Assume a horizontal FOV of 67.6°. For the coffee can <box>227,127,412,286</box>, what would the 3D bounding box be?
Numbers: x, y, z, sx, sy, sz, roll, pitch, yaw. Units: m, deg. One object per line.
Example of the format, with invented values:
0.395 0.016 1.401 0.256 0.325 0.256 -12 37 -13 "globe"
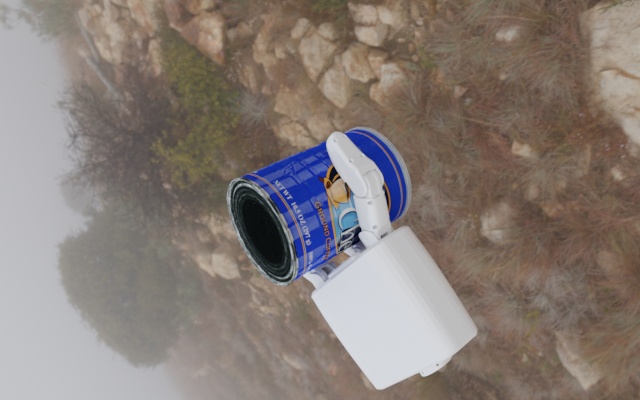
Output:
0.000 0.001 0.446 0.140 0.103 0.103 -27 15 -31 "coffee can"
